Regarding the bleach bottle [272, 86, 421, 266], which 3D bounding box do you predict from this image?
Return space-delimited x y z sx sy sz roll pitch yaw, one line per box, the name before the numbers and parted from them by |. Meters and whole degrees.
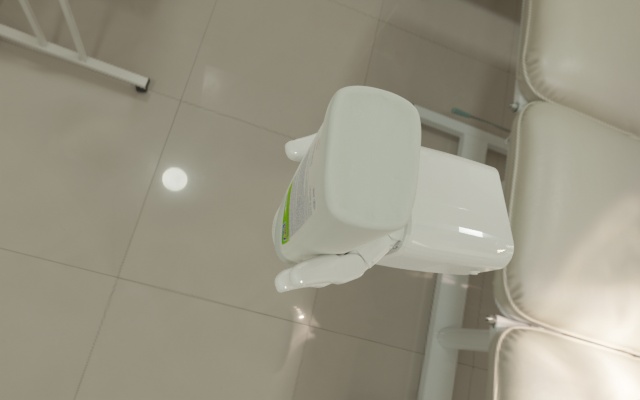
bleach bottle | 0.000 0.001 0.422 0.068 0.102 0.251 11 -16 -14
